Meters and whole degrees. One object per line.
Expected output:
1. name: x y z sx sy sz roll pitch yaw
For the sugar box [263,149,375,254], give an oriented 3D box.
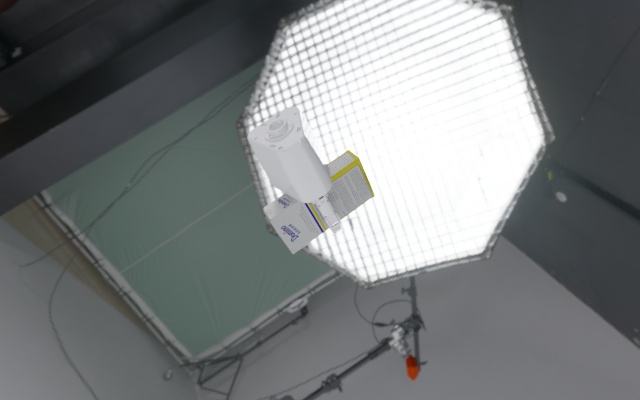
1. sugar box: 0.000 0.002 0.798 0.176 0.093 0.048 -33 40 -5
